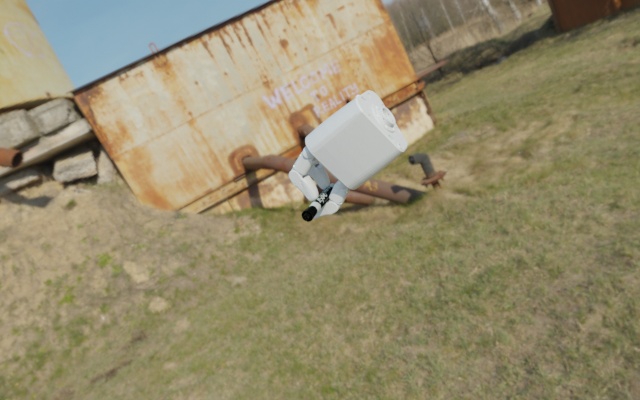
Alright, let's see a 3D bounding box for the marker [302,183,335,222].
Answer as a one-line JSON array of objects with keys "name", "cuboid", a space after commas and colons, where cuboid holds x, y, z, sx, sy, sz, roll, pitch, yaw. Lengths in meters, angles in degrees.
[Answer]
[{"name": "marker", "cuboid": [0.000, 0.002, 0.765, 0.020, 0.020, 0.121, 0, 23, 23]}]
